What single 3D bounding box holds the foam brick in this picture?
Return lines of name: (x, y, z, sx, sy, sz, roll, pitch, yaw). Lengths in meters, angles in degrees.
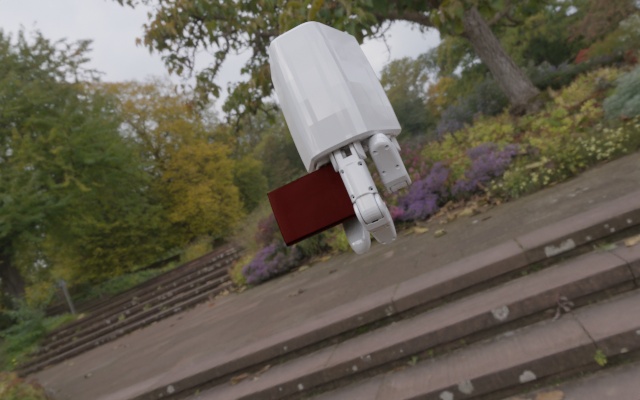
foam brick: (0.000, 0.002, 0.437, 0.078, 0.051, 0.053, -25, -3, 11)
